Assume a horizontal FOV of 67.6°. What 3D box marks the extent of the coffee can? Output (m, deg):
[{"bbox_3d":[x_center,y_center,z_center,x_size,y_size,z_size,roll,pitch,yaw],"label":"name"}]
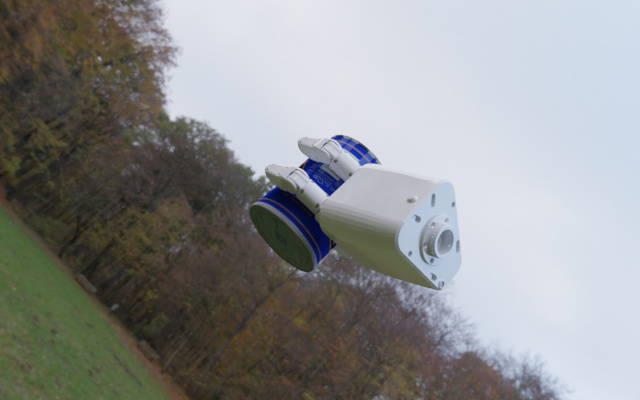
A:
[{"bbox_3d":[0.000,0.002,0.578,0.140,0.103,0.103,-43,21,-24],"label":"coffee can"}]
